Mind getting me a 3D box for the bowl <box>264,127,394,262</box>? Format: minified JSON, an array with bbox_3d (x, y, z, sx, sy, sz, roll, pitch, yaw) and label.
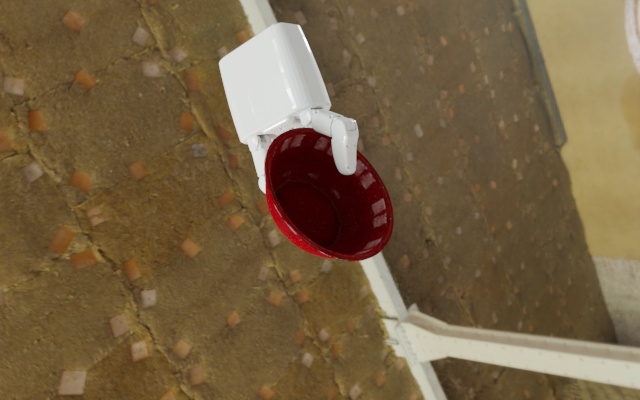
[{"bbox_3d":[0.000,0.003,0.516,0.162,0.162,0.055,0,-30,-38],"label":"bowl"}]
